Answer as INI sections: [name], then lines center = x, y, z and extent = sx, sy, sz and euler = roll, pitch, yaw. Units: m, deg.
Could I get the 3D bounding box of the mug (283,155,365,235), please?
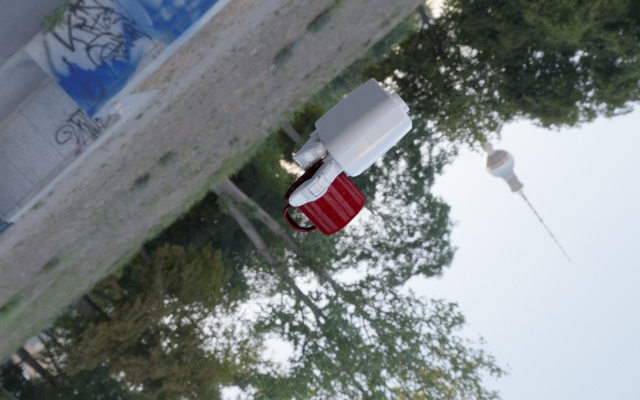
[mug]
center = -0.001, 0.003, 0.683
extent = 0.117, 0.081, 0.093
euler = -39, 14, 14
